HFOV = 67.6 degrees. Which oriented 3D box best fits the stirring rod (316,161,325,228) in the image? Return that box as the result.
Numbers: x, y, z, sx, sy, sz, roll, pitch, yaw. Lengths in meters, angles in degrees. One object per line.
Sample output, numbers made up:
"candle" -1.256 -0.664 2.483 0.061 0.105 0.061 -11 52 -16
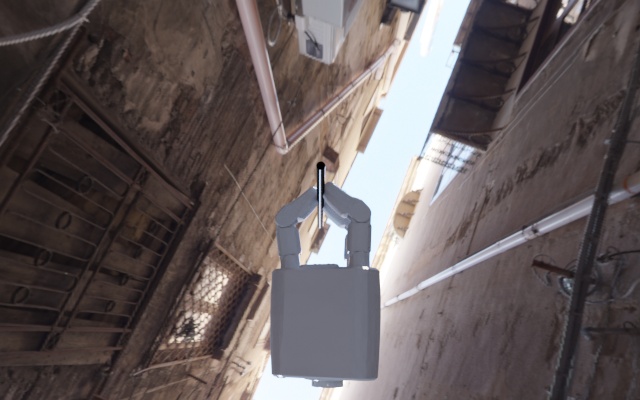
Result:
"stirring rod" 0.000 0.002 0.531 0.011 0.011 0.239 0 -15 0
